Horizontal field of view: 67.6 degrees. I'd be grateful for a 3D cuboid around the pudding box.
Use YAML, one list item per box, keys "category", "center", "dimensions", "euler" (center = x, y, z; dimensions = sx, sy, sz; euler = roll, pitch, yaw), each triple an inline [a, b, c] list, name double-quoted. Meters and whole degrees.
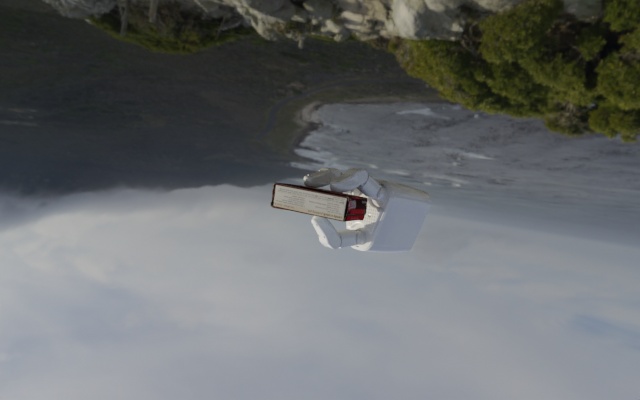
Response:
- category: "pudding box"
  center: [0.000, 0.002, 0.671]
  dimensions: [0.113, 0.039, 0.090]
  euler: [9, 1, 21]
